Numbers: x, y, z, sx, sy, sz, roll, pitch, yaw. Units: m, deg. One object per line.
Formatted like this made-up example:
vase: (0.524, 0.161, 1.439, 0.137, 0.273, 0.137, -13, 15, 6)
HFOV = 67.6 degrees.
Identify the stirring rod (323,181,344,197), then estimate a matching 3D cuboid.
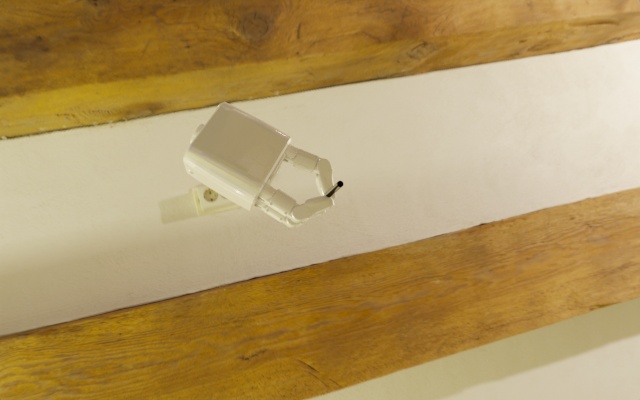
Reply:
stirring rod: (0.000, 0.002, 0.676, 0.011, 0.011, 0.239, 0, -10, -11)
